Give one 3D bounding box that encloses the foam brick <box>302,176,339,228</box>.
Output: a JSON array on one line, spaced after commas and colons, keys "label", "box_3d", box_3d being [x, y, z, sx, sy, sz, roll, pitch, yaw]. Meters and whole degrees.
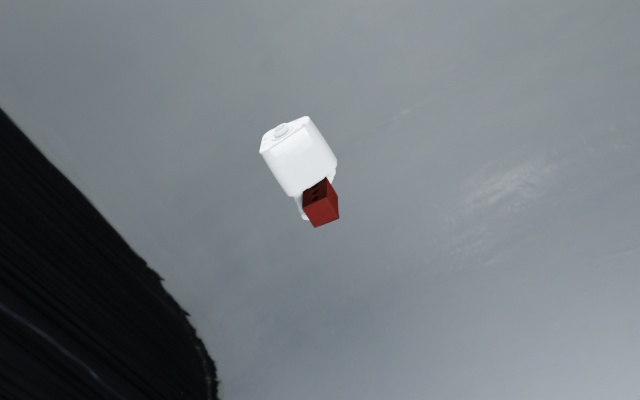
[{"label": "foam brick", "box_3d": [0.000, 0.003, 0.887, 0.053, 0.051, 0.078, -24, 29, 13]}]
